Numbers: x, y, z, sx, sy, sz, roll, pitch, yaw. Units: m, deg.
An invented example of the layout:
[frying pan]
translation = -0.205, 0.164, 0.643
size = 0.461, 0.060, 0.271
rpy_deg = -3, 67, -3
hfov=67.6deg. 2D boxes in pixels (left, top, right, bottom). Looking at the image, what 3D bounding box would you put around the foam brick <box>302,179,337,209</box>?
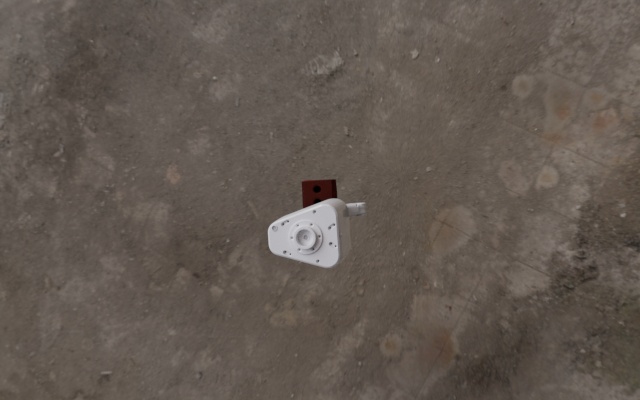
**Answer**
[foam brick]
translation = 0.000, 0.002, 0.812
size = 0.053, 0.078, 0.051
rpy_deg = -4, 1, 11
